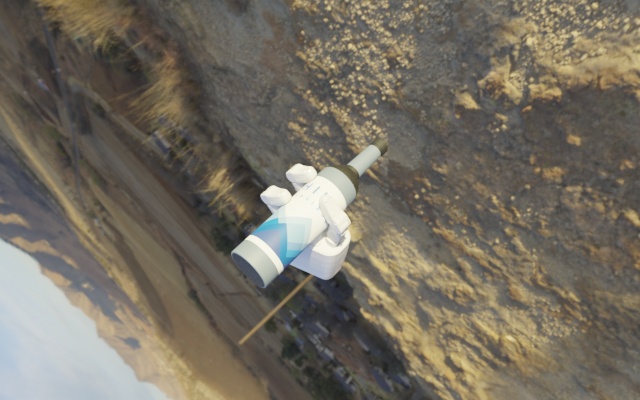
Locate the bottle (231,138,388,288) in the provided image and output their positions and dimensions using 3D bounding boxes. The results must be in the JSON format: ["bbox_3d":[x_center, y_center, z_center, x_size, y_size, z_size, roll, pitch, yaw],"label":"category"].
[{"bbox_3d":[0.000,0.002,0.702,0.295,0.069,0.069,-43,22,-25],"label":"bottle"}]
